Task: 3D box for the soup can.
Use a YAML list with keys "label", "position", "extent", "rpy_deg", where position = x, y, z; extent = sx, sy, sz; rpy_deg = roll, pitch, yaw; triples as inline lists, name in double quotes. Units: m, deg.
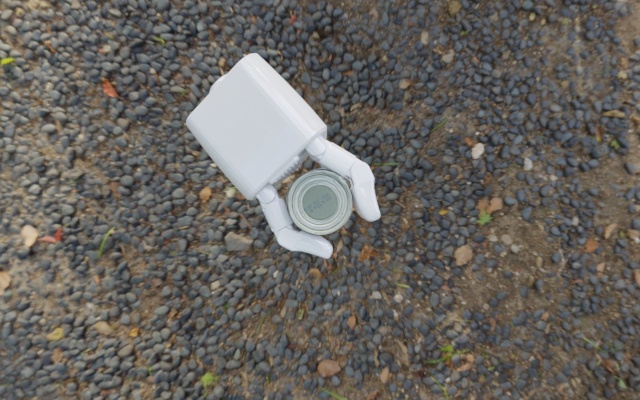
- label: "soup can"
  position: [0.000, 0.002, 0.518]
  extent: [0.068, 0.068, 0.102]
  rpy_deg: [0, 0, 1]
